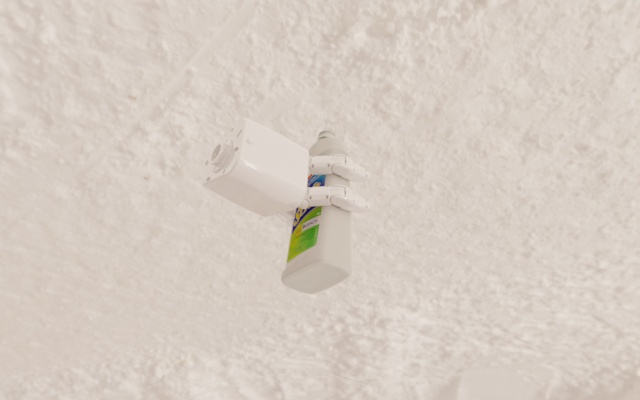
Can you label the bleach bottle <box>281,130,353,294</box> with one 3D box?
[{"bbox_3d":[0.000,0.002,0.702,0.068,0.250,0.102,27,-42,-31],"label":"bleach bottle"}]
